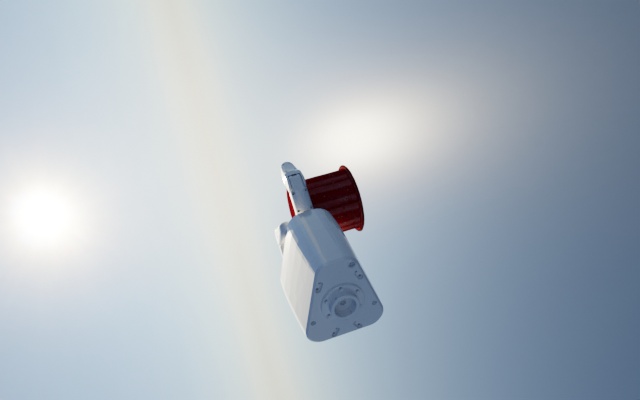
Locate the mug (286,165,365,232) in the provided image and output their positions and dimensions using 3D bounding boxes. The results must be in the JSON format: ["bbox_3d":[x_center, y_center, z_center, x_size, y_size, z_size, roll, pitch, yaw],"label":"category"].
[{"bbox_3d":[-0.001,0.001,0.648,0.081,0.093,0.117,-16,30,-12],"label":"mug"}]
